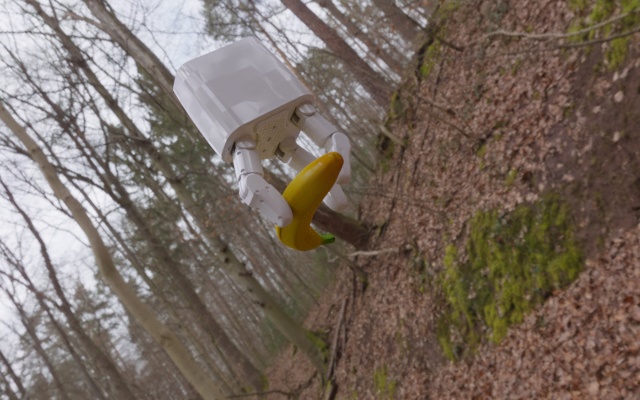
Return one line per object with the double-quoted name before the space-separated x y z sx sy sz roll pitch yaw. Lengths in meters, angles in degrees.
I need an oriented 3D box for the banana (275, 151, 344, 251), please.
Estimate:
"banana" -0.016 0.012 0.499 0.069 0.037 0.198 -30 -20 -15
